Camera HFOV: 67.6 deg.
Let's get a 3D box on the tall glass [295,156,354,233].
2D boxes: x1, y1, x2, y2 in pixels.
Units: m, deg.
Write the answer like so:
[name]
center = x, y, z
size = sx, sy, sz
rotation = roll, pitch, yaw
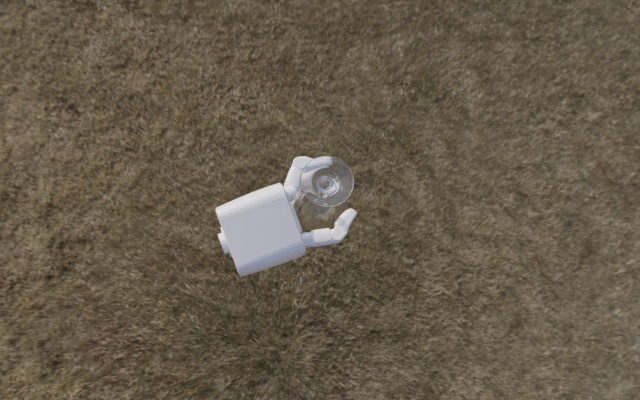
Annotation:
[tall glass]
center = 0.000, 0.002, 0.751
size = 0.079, 0.079, 0.201
rotation = 0, -17, -5
